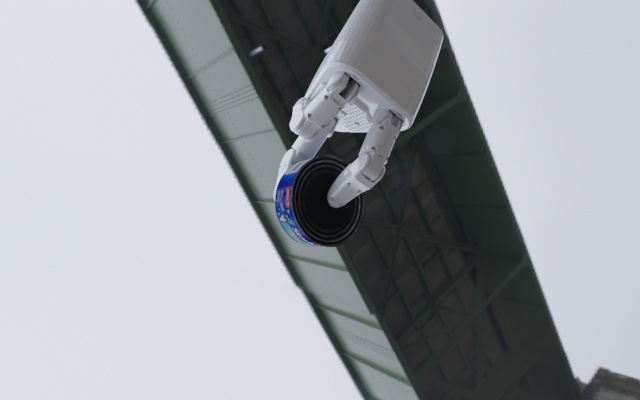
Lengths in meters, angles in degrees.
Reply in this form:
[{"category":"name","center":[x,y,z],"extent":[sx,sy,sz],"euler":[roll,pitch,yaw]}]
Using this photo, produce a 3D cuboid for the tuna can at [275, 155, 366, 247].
[{"category":"tuna can","center":[0.000,0.002,0.455],"extent":[0.086,0.086,0.034],"euler":[0,-4,-36]}]
